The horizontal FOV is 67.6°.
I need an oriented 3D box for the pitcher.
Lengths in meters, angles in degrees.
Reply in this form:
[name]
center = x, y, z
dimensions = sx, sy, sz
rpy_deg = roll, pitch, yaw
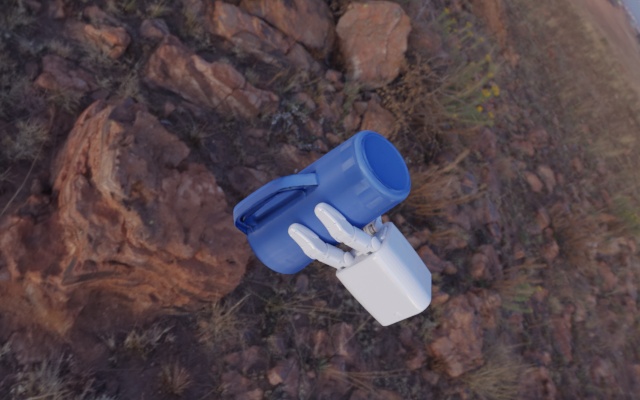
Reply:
[pitcher]
center = 0.000, 0.002, 0.691
dimensions = 0.243, 0.145, 0.149
rpy_deg = -35, 7, 37
